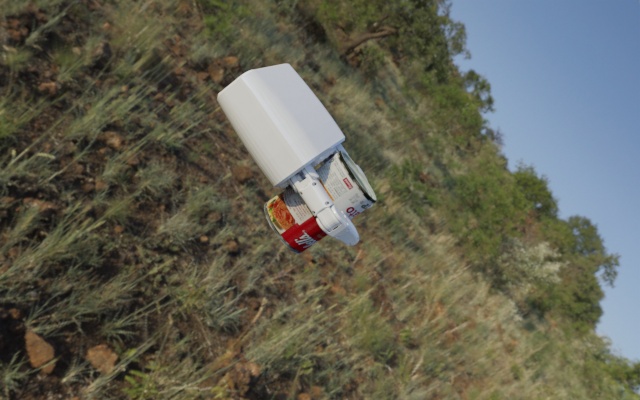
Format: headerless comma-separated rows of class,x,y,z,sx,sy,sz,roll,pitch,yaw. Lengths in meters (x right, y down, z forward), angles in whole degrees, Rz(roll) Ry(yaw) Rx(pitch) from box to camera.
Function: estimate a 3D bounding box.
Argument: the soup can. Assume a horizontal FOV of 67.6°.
soup can,0.001,0.002,0.512,0.102,0.068,0.068,-35,-9,13
